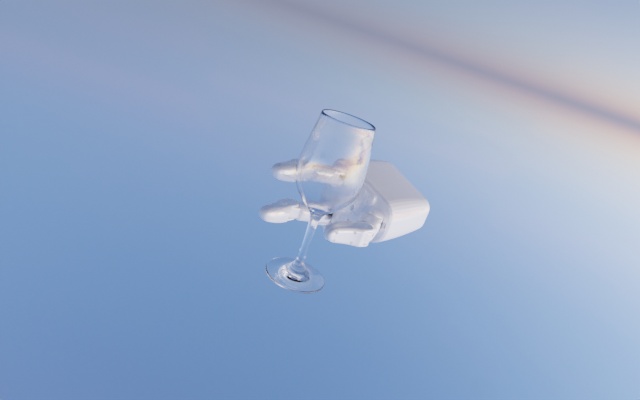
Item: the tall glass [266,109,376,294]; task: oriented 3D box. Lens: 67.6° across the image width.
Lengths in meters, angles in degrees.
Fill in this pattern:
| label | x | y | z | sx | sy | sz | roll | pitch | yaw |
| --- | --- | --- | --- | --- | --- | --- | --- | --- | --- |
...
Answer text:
| label | x | y | z | sx | sy | sz | roll | pitch | yaw |
| --- | --- | --- | --- | --- | --- | --- | --- | --- | --- |
| tall glass | 0.000 | 0.002 | 0.542 | 0.079 | 0.201 | 0.079 | 17 | 21 | -6 |
